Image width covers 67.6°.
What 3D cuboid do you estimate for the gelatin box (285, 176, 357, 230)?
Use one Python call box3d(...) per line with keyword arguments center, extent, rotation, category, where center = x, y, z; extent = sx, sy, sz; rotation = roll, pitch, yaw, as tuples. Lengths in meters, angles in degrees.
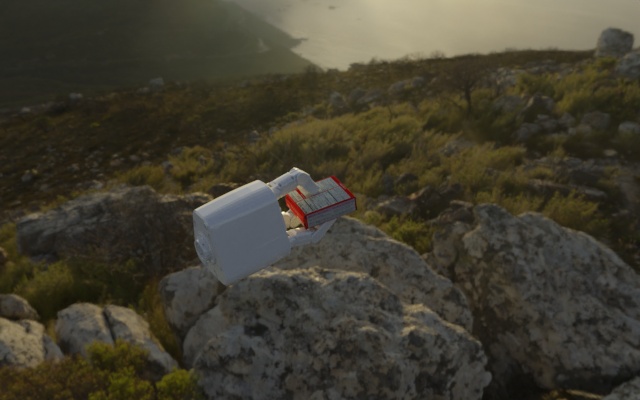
box3d(center=(0.000, 0.002, 0.737), extent=(0.089, 0.030, 0.073), rotation=(-21, 37, -17), category="gelatin box")
